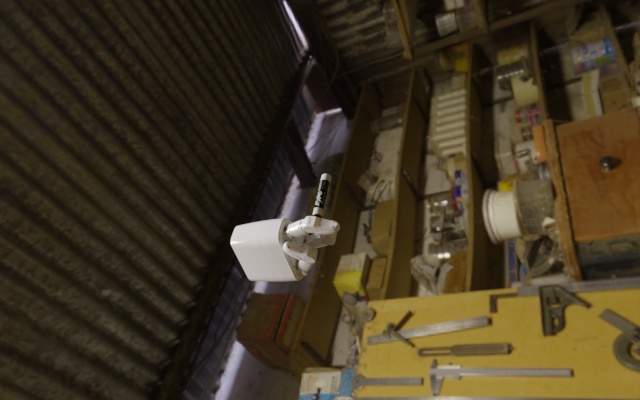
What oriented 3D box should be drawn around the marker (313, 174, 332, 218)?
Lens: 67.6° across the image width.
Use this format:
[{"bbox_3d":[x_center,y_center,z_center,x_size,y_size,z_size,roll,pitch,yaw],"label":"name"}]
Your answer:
[{"bbox_3d":[0.000,0.003,0.841,0.020,0.121,0.020,8,-38,7],"label":"marker"}]
